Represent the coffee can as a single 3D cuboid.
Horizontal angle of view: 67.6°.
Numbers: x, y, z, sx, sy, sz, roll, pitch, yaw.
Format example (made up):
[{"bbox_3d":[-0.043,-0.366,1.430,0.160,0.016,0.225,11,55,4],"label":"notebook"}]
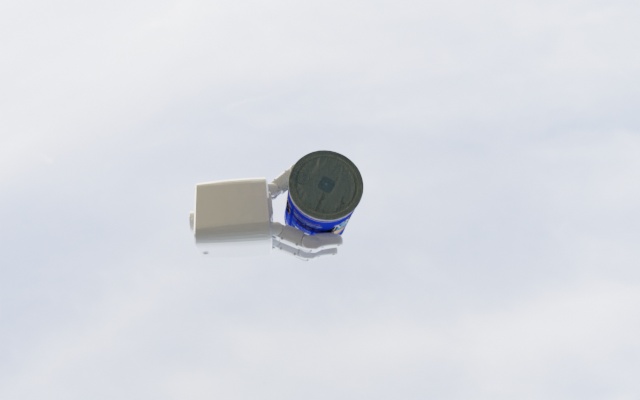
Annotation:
[{"bbox_3d":[0.000,0.002,0.705,0.103,0.102,0.140,0,-21,-7],"label":"coffee can"}]
